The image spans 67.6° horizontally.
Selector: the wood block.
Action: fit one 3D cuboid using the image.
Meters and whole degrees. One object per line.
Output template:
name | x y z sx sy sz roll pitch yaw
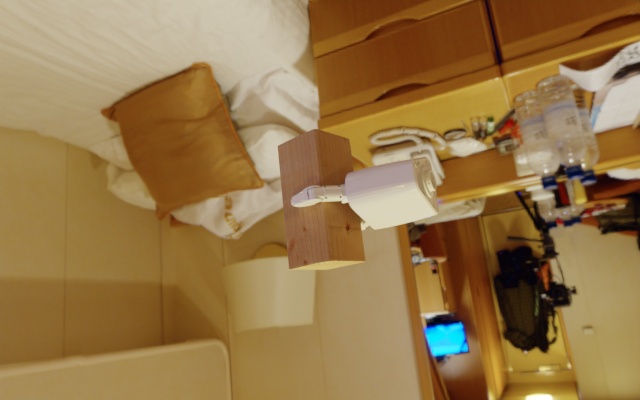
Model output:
wood block | 0.000 0.003 0.770 0.090 0.206 0.091 -18 -18 40
